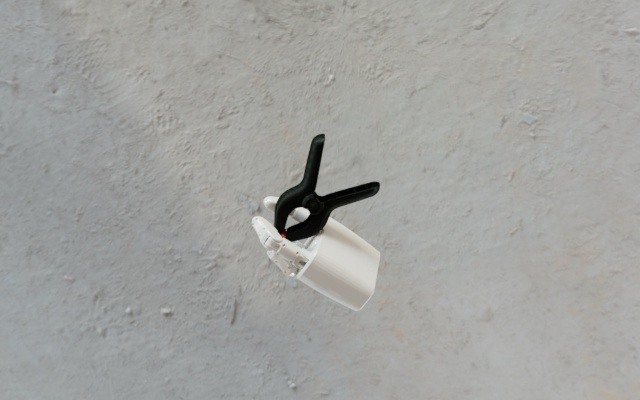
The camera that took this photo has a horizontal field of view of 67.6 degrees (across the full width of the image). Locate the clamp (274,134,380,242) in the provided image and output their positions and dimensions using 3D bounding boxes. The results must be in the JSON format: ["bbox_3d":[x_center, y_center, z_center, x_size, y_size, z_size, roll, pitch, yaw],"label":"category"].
[{"bbox_3d":[0.000,0.003,0.685,0.120,0.171,0.039,33,19,-9],"label":"clamp"}]
